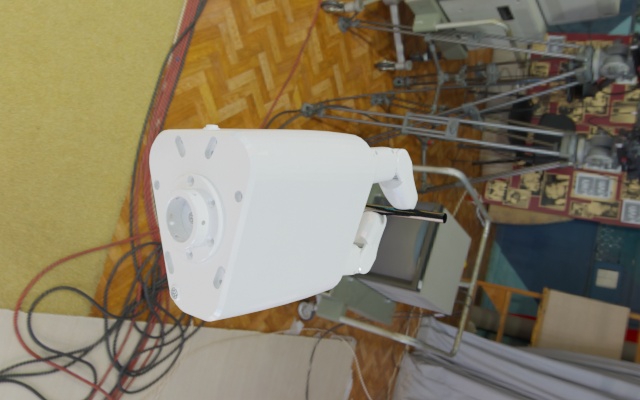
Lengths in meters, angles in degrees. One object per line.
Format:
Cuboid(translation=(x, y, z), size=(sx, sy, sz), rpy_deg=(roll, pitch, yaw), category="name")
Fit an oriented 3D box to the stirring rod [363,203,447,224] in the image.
Cuboid(translation=(0.000, 0.001, 0.435), size=(0.239, 0.011, 0.011), rpy_deg=(7, 4, 38), category="stirring rod")
